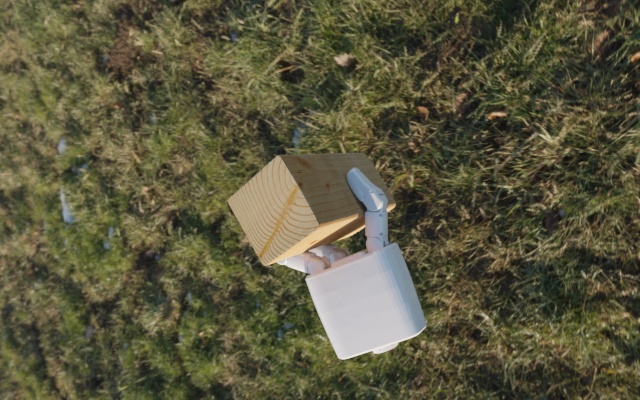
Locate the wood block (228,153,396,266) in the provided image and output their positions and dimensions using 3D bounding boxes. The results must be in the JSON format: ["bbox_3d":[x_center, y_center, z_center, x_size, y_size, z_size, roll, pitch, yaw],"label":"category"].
[{"bbox_3d":[0.000,0.002,0.592,0.091,0.090,0.206,-37,-13,28],"label":"wood block"}]
